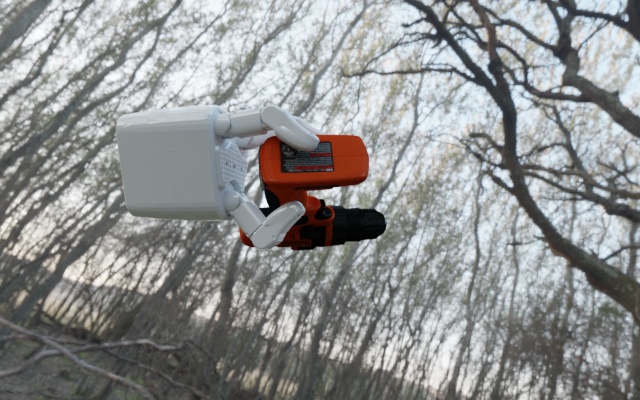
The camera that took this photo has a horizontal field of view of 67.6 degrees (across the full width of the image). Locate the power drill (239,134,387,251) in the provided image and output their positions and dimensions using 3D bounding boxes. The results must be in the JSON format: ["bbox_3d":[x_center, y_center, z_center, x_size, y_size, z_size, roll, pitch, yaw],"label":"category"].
[{"bbox_3d":[0.000,0.001,0.534,0.184,0.057,0.188,-3,-29,-9],"label":"power drill"}]
